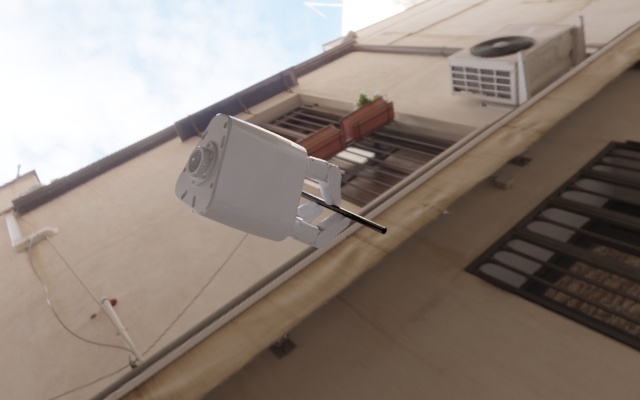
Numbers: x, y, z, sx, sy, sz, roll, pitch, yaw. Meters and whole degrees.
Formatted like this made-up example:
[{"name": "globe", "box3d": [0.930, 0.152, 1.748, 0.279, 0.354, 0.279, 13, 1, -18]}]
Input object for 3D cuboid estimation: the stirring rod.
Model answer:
[{"name": "stirring rod", "box3d": [0.000, 0.002, 0.622, 0.011, 0.011, 0.239, 0, 15, -38]}]
